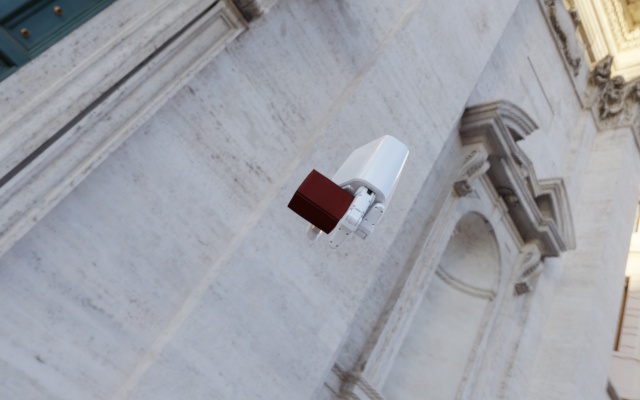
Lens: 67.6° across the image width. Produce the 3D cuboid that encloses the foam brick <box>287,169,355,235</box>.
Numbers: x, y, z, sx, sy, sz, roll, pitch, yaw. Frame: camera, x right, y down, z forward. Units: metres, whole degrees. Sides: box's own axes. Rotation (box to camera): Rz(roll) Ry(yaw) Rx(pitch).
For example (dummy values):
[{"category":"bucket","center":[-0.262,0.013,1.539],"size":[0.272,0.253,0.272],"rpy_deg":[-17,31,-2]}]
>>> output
[{"category":"foam brick","center":[0.000,0.002,0.701],"size":[0.078,0.051,0.053],"rpy_deg":[35,-31,-3]}]
